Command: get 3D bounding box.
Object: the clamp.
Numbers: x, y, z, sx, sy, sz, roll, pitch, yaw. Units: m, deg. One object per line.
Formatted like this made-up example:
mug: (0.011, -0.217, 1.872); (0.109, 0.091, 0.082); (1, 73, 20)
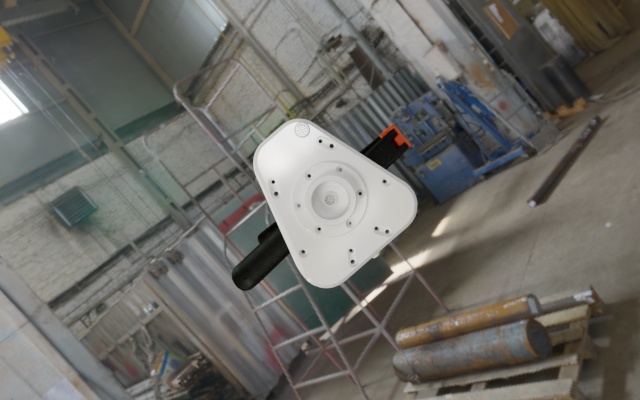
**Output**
clamp: (0.000, 0.001, 0.493); (0.210, 0.036, 0.164); (-41, 6, -1)
